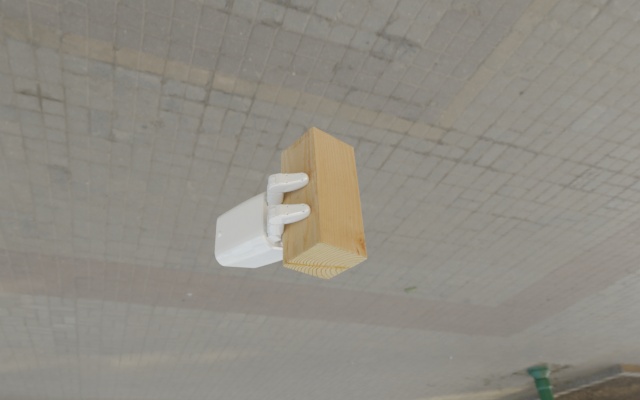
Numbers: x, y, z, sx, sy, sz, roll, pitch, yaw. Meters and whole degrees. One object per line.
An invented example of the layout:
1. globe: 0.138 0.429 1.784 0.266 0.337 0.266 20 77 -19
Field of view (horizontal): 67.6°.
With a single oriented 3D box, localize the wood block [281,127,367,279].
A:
1. wood block: 0.000 0.003 0.736 0.091 0.206 0.090 23 -42 -35
